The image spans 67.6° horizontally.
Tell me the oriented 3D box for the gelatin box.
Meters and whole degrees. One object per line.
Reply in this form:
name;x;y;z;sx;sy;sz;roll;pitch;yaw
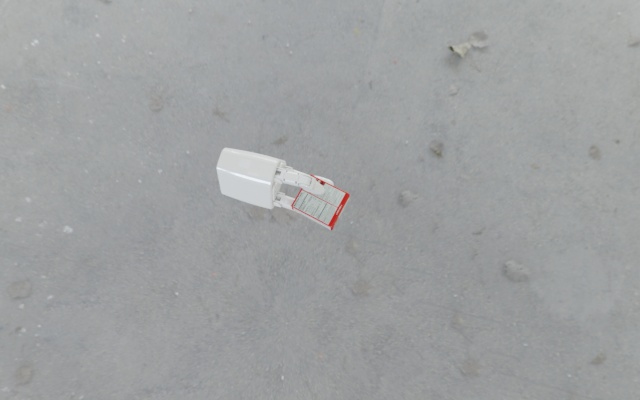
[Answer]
gelatin box;0.000;0.003;0.896;0.089;0.073;0.030;27;-13;11
